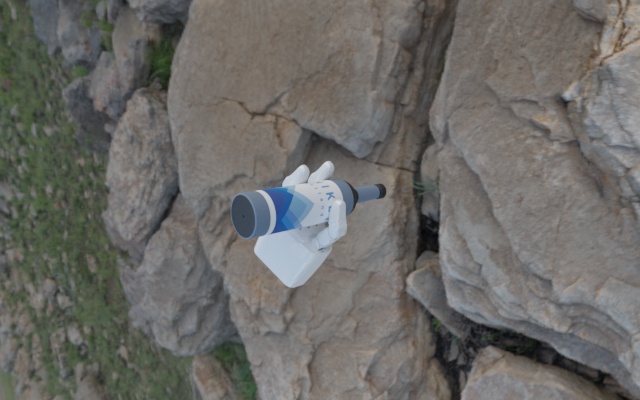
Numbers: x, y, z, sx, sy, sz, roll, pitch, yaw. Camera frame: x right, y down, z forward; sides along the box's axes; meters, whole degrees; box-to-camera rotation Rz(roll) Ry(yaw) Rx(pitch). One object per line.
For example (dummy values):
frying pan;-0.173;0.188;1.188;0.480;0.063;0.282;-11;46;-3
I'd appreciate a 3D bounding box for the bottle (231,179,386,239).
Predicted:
bottle;0.000;0.003;0.769;0.295;0.069;0.069;-10;7;-41
